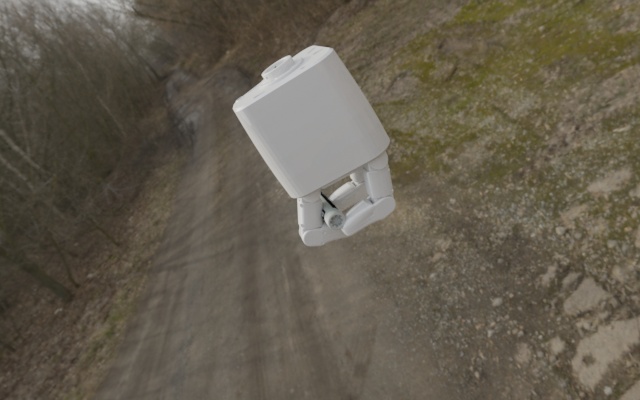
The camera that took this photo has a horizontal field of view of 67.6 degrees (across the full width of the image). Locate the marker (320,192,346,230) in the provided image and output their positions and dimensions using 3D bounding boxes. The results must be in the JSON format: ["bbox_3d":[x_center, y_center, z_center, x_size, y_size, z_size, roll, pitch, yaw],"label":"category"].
[{"bbox_3d":[0.000,0.002,0.525,0.020,0.020,0.121,0,18,-16],"label":"marker"}]
